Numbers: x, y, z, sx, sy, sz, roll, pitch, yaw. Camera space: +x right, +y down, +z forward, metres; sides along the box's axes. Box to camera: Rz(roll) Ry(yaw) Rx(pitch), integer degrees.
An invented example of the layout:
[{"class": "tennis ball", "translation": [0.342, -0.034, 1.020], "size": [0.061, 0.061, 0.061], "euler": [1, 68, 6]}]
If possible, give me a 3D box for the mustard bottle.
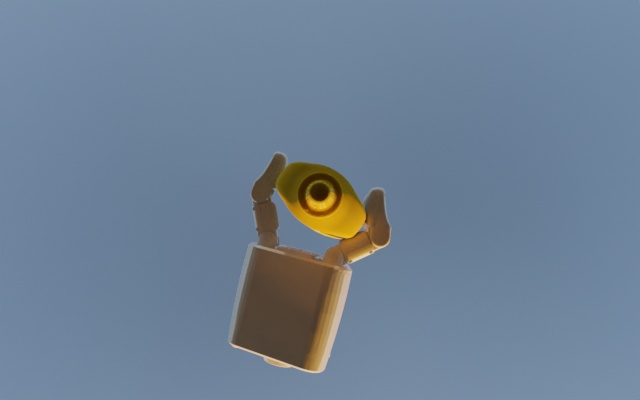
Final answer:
[{"class": "mustard bottle", "translation": [0.000, 0.001, 0.491], "size": [0.096, 0.058, 0.191], "euler": [37, -3, 3]}]
